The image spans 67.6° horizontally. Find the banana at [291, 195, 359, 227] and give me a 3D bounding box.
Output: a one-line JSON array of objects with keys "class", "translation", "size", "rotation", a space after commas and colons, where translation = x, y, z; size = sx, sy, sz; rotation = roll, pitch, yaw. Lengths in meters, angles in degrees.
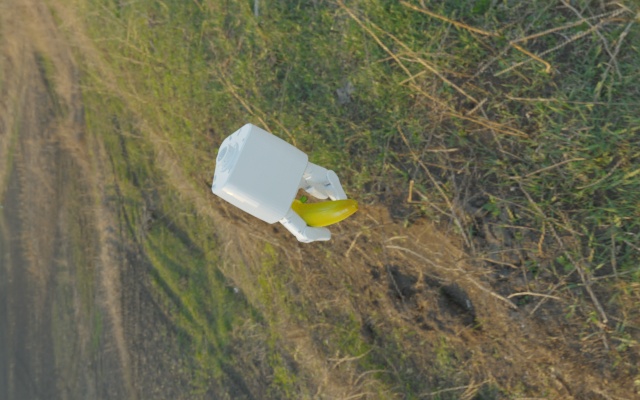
[{"class": "banana", "translation": [-0.014, 0.015, 0.765], "size": [0.069, 0.037, 0.198], "rotation": [-44, 22, -17]}]
